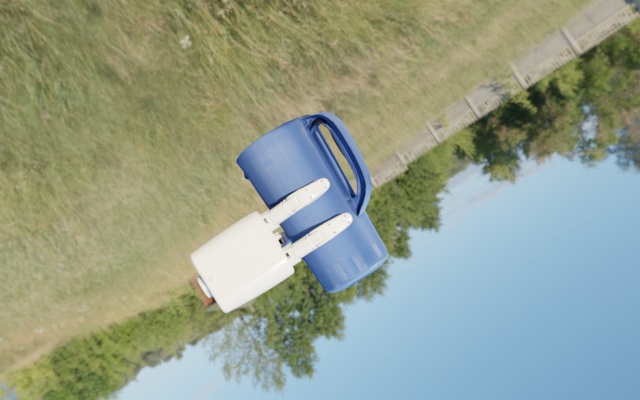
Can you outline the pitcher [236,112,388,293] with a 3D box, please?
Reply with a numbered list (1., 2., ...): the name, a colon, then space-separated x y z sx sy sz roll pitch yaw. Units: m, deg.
1. pitcher: 0.000 0.002 0.693 0.145 0.243 0.149 -32 -3 -12
